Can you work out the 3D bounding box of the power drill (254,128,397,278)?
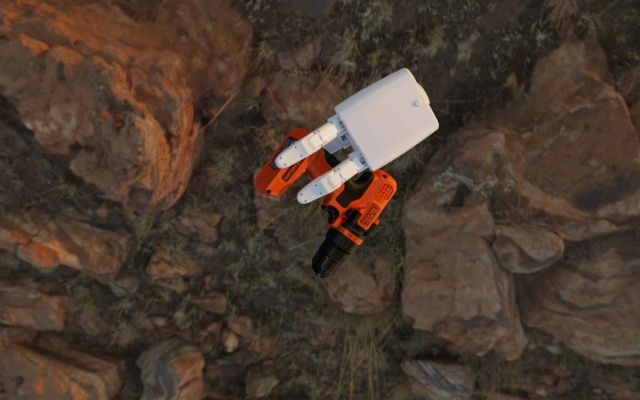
[{"bbox_3d":[0.000,0.002,0.681,0.188,0.184,0.057,36,-2,-31],"label":"power drill"}]
